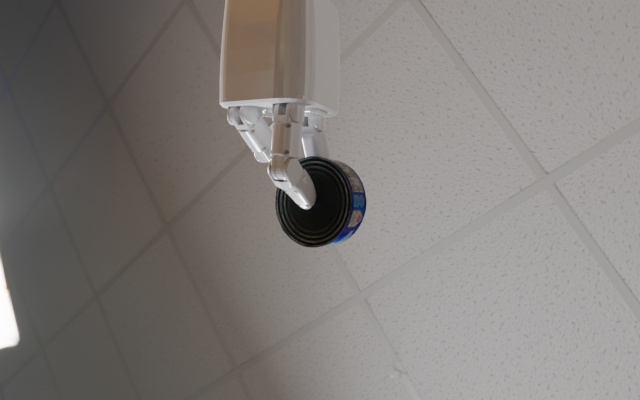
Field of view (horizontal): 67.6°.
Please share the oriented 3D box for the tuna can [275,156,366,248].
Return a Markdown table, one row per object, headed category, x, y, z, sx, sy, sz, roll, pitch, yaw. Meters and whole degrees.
| category | x | y | z | sx | sy | sz | roll | pitch | yaw |
| --- | --- | --- | --- | --- | --- | --- | --- | --- | --- |
| tuna can | 0.000 | 0.002 | 0.460 | 0.086 | 0.086 | 0.034 | 0 | -1 | 32 |
